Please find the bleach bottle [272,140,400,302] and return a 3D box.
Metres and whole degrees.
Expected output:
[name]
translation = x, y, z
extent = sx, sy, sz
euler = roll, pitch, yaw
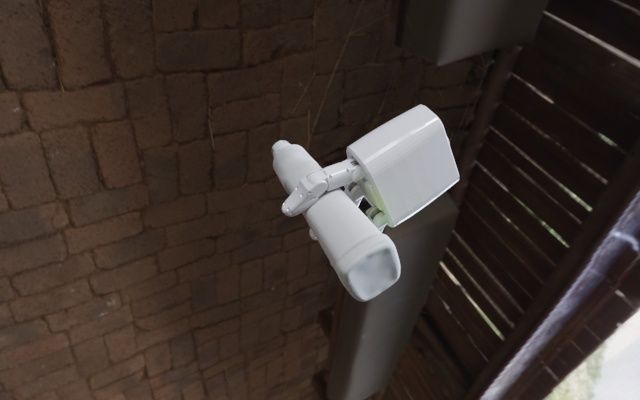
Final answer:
[bleach bottle]
translation = 0.000, 0.002, 0.591
extent = 0.068, 0.250, 0.103
euler = -33, -38, -5
